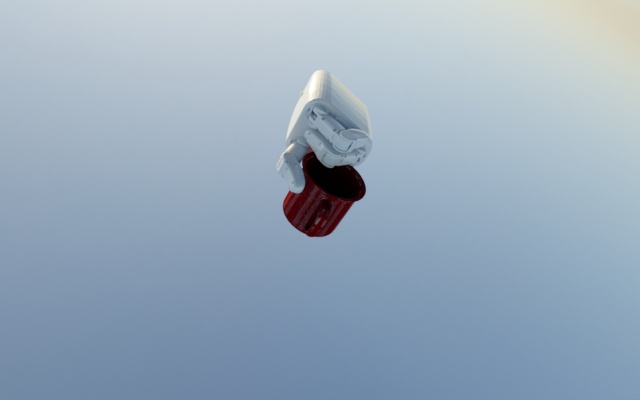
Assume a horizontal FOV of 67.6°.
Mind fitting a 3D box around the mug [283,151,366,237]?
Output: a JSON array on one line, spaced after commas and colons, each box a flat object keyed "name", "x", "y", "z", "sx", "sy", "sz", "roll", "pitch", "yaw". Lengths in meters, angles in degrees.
[{"name": "mug", "x": 0.000, "y": 0.003, "z": 0.627, "sx": 0.093, "sy": 0.081, "sz": 0.117, "roll": 23, "pitch": 36, "yaw": -14}]
